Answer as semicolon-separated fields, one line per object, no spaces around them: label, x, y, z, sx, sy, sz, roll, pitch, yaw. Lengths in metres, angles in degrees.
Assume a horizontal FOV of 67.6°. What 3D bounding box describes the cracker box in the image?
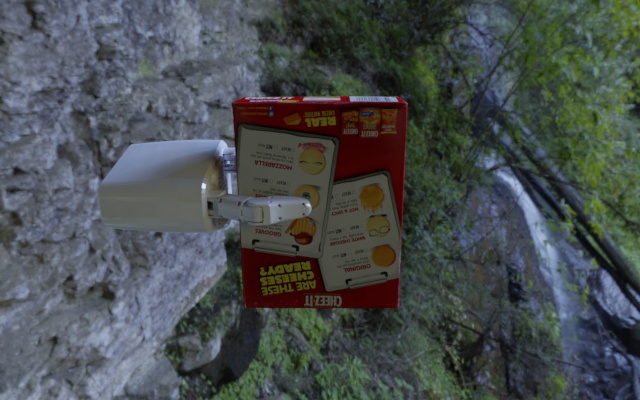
cracker box;0.000;0.002;0.495;0.164;0.214;0.072;0;18;2
